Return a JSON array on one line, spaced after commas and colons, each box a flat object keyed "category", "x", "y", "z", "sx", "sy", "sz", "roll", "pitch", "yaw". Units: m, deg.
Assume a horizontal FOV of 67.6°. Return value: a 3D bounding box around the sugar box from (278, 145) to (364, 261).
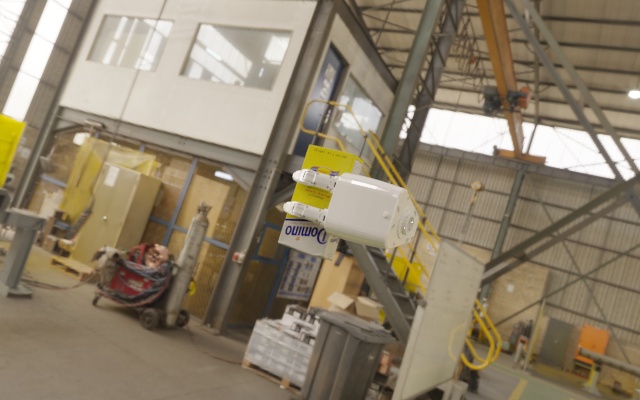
[{"category": "sugar box", "x": 0.000, "y": 0.002, "z": 0.797, "sx": 0.093, "sy": 0.176, "sz": 0.048, "roll": 15, "pitch": -6, "yaw": 30}]
